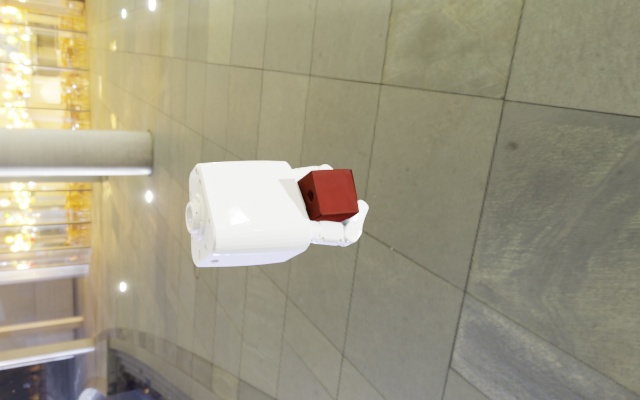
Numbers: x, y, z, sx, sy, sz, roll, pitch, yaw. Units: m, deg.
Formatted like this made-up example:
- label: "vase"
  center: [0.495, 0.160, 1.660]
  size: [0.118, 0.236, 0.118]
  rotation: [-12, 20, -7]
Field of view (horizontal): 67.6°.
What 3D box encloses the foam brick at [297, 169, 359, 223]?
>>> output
- label: "foam brick"
  center: [0.000, 0.002, 0.547]
  size: [0.051, 0.053, 0.078]
  rotation: [-2, -18, -30]
